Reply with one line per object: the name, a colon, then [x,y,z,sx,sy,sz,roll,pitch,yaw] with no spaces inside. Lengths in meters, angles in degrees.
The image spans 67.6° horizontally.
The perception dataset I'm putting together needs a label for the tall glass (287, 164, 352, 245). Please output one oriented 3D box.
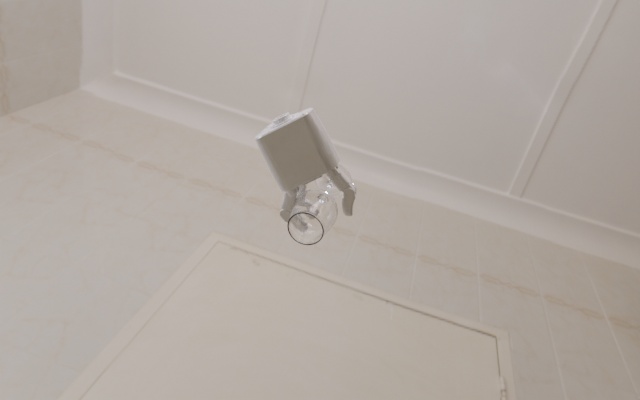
tall glass: [0.000,0.003,0.860,0.079,0.079,0.201,0,27,16]
